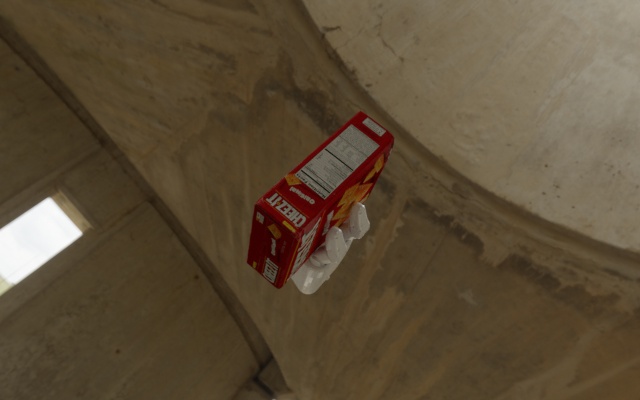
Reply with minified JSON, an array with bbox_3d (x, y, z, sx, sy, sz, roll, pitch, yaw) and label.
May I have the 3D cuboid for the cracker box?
[{"bbox_3d":[0.000,0.002,0.653,0.072,0.213,0.164,38,-32,12],"label":"cracker box"}]
